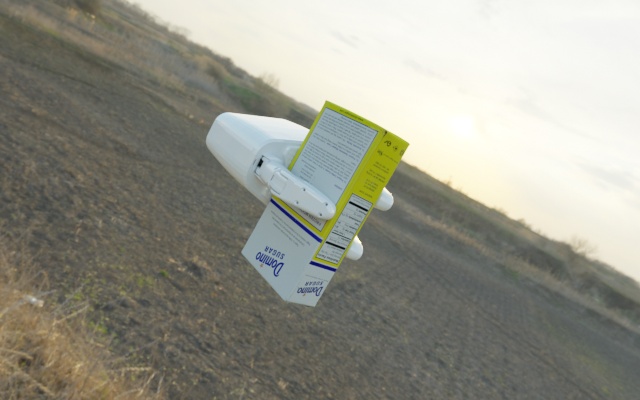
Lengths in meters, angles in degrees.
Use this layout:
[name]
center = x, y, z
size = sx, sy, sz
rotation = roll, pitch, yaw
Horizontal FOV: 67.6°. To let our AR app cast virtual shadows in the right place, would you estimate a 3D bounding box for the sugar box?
[sugar box]
center = 0.000, 0.001, 0.454
size = 0.048, 0.176, 0.093
rotation = 21, 11, -43
